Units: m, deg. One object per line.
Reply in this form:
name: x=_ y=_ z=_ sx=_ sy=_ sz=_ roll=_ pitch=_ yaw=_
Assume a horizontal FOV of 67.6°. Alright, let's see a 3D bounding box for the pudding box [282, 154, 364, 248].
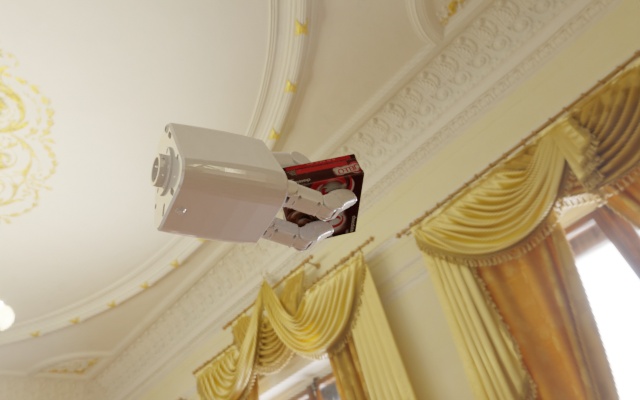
pudding box: x=0.000 y=0.002 z=0.568 sx=0.090 sy=0.039 sz=0.114 roll=-12 pitch=-37 yaw=-12
